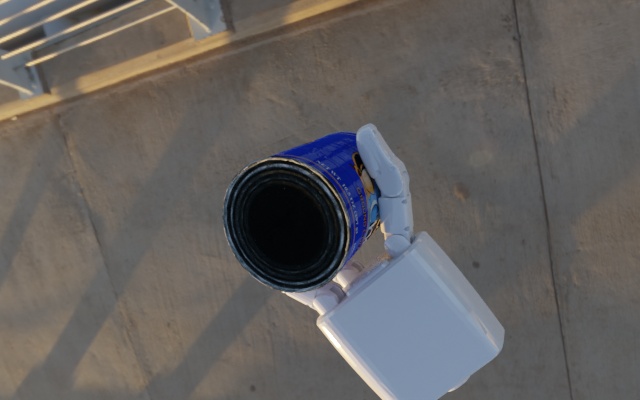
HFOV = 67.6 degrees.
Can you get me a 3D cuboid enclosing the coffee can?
[{"bbox_3d":[0.000,0.001,0.401,0.103,0.103,0.140,0,15,24],"label":"coffee can"}]
